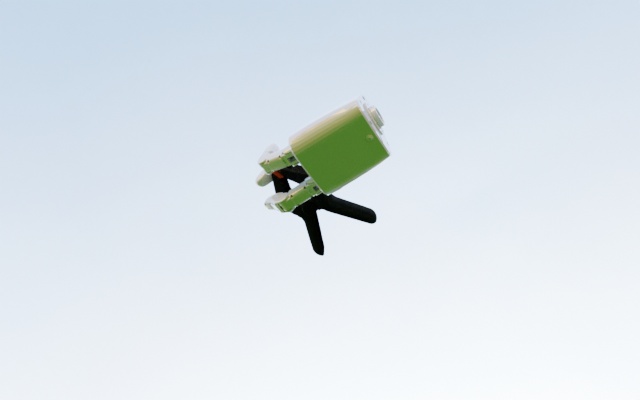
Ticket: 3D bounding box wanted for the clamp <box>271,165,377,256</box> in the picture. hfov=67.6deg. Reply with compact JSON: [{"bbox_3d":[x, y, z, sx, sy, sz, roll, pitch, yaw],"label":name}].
[{"bbox_3d":[0.000,0.002,0.710,0.120,0.171,0.039,-29,28,18],"label":"clamp"}]
